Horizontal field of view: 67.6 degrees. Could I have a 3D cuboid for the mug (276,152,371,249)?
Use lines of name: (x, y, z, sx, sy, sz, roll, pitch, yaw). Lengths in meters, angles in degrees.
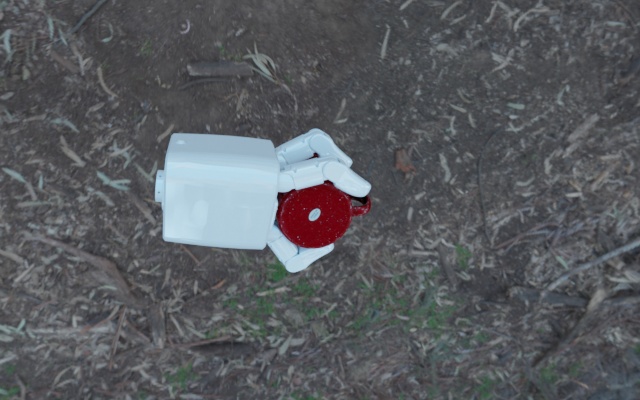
mug: (0.002, 0.002, 0.537, 0.117, 0.093, 0.081, 4, 24, -14)
